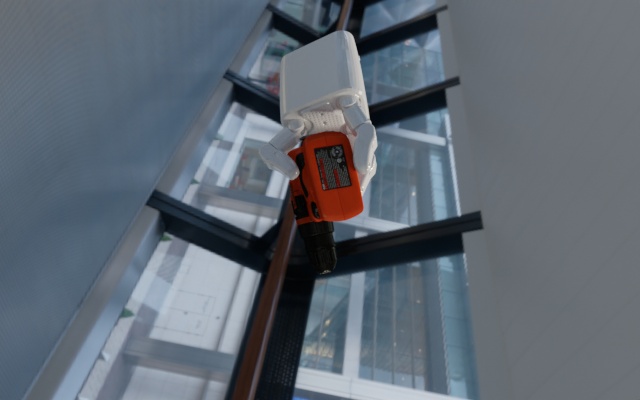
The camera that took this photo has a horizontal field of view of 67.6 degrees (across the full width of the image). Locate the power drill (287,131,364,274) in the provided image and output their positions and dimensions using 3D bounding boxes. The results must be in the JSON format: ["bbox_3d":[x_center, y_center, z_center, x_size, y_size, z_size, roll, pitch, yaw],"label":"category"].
[{"bbox_3d":[0.000,0.002,0.618,0.057,0.184,0.188,-12,-7,-15],"label":"power drill"}]
